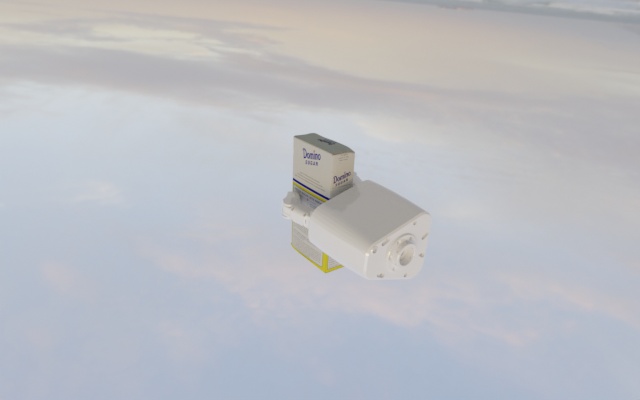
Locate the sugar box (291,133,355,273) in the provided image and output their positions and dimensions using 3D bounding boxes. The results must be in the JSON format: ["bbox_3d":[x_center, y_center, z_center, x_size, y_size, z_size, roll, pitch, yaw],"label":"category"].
[{"bbox_3d":[0.001,0.002,0.671,0.048,0.176,0.093,-12,29,-35],"label":"sugar box"}]
